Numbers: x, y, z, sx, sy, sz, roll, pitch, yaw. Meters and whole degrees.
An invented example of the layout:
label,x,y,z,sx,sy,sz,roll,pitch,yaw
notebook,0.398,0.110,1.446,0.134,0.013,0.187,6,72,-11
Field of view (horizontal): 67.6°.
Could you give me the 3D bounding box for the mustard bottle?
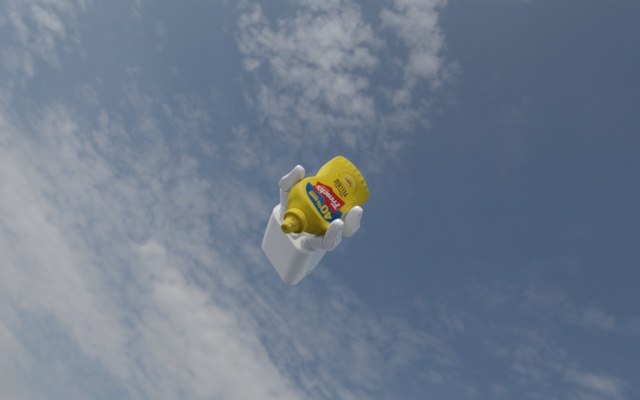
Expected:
label,x,y,z,sx,sy,sz,roll,pitch,yaw
mustard bottle,0.000,0.002,0.795,0.058,0.096,0.191,-30,5,46
